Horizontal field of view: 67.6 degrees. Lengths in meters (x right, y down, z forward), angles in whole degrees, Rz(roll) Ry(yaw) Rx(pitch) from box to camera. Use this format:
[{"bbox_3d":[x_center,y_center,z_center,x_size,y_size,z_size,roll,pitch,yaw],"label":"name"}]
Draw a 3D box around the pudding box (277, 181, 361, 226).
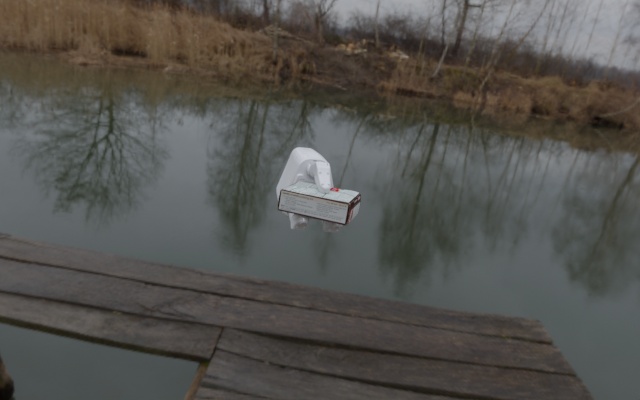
[{"bbox_3d":[0.000,0.002,0.748,0.113,0.039,0.090,10,14,14],"label":"pudding box"}]
